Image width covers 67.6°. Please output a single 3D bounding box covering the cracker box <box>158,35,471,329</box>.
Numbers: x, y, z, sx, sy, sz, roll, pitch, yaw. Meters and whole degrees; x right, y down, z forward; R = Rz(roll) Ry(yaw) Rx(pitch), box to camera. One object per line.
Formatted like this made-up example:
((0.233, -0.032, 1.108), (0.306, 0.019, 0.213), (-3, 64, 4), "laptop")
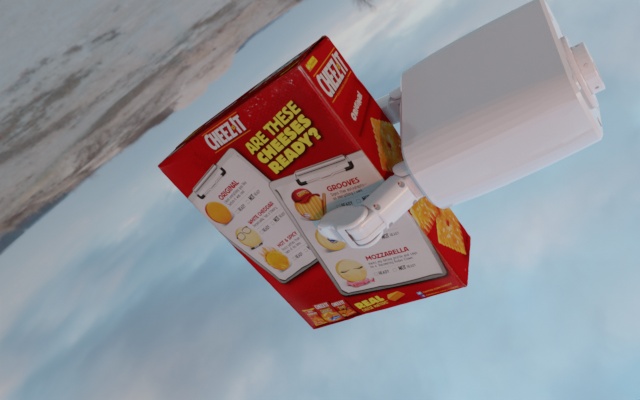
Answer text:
((0.000, 0.002, 0.401), (0.164, 0.214, 0.072), (-25, 24, 34), "cracker box")
